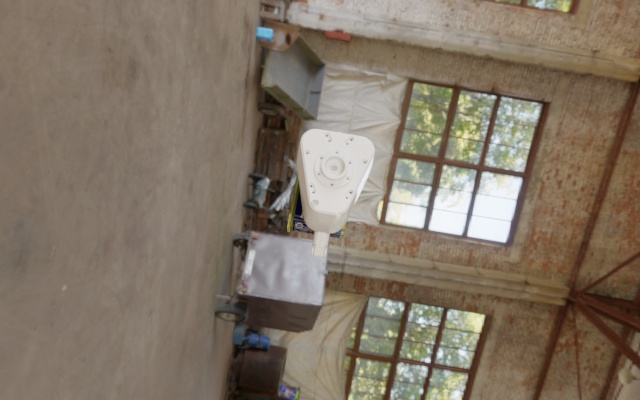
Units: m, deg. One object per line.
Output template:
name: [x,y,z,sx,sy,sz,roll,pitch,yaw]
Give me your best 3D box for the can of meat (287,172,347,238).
can of meat: [0.000,0.003,0.716,0.084,0.102,0.057,9,-18,0]
